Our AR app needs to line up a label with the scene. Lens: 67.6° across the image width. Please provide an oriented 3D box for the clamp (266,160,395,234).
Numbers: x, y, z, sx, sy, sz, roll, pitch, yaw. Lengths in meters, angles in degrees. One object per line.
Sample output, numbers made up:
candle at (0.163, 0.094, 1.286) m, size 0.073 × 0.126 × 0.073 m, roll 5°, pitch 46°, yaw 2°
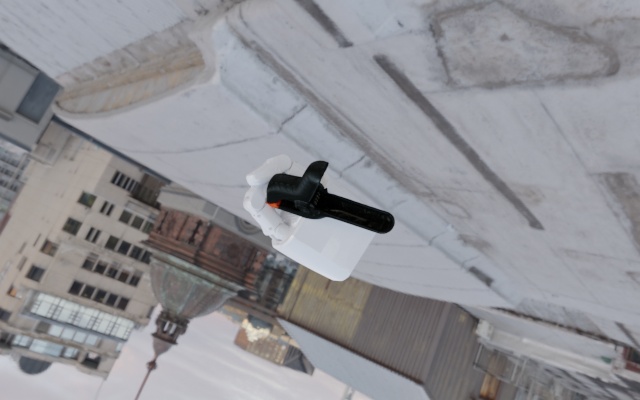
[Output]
clamp at (0.000, 0.002, 0.536) m, size 0.120 × 0.039 × 0.171 m, roll 39°, pitch -18°, yaw -22°
